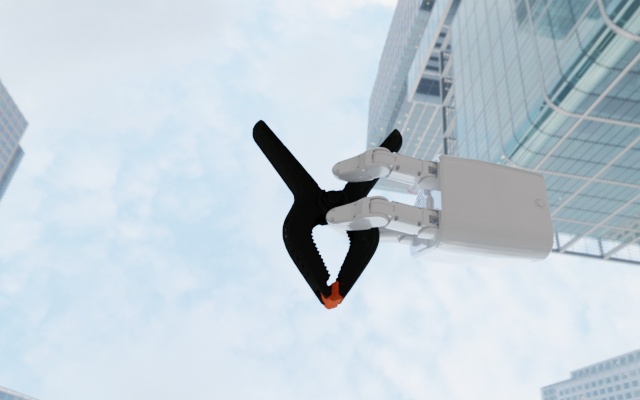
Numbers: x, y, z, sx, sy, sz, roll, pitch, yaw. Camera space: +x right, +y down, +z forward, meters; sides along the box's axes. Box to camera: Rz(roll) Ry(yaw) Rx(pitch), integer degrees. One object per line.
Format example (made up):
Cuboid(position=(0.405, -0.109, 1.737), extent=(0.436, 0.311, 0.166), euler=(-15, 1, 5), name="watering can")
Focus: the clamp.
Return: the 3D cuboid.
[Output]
Cuboid(position=(0.000, 0.002, 0.481), extent=(0.164, 0.209, 0.036), euler=(8, -30, -2), name="clamp")
